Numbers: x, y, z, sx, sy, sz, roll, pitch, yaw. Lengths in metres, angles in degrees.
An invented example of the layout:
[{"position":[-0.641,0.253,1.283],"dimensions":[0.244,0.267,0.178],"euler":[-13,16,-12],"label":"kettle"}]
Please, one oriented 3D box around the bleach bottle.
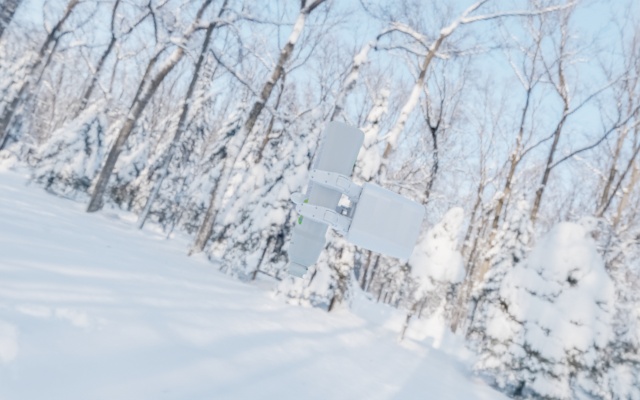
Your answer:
[{"position":[0.000,0.002,0.774],"dimensions":[0.068,0.251,0.102],"euler":[20,-8,-5],"label":"bleach bottle"}]
